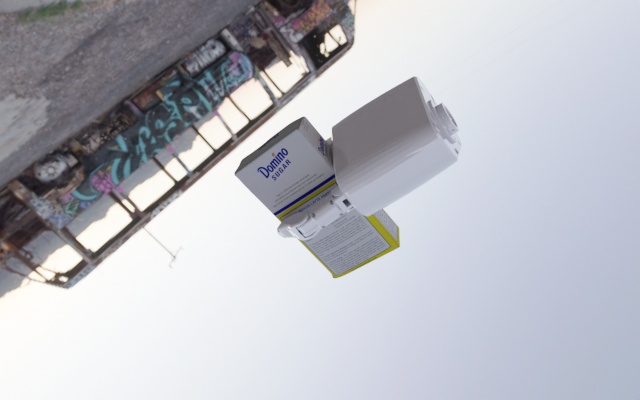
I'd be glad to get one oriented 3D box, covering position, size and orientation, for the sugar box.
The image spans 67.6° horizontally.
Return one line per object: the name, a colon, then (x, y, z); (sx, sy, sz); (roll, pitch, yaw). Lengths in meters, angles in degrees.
sugar box: (0.000, 0.001, 0.526); (0.093, 0.176, 0.048); (-31, 21, 24)
